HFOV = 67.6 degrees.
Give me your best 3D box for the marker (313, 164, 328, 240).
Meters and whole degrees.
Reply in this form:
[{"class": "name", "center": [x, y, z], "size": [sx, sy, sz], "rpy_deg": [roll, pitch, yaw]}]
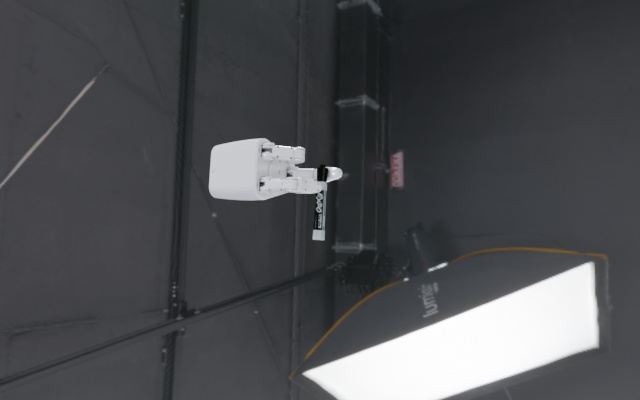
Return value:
[{"class": "marker", "center": [0.000, 0.002, 0.761], "size": [0.020, 0.121, 0.020], "rpy_deg": [3, -6, 0]}]
